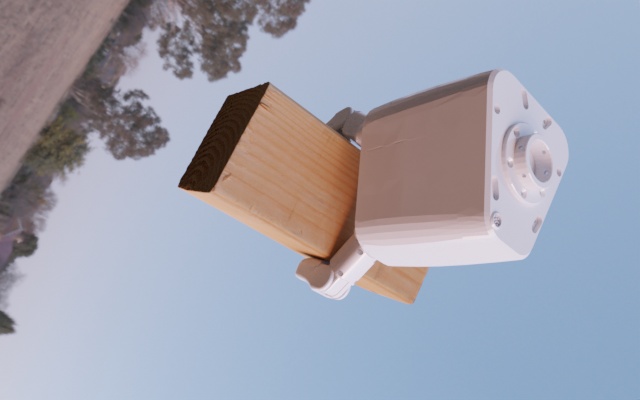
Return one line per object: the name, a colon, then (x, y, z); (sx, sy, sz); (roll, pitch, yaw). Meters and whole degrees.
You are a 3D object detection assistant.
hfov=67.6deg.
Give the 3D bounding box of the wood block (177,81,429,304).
wood block: (0.000, 0.002, 0.406); (0.206, 0.091, 0.090); (33, -13, -29)
